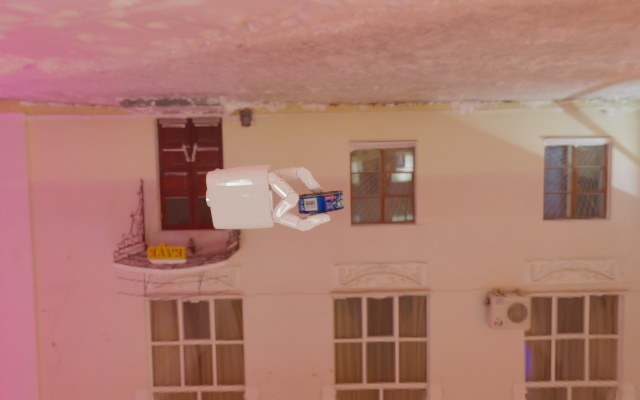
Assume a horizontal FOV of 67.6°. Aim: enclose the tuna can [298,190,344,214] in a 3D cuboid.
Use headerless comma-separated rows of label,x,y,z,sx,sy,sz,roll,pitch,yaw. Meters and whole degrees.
tuna can,0.000,0.003,0.880,0.086,0.034,0.086,-6,4,0
